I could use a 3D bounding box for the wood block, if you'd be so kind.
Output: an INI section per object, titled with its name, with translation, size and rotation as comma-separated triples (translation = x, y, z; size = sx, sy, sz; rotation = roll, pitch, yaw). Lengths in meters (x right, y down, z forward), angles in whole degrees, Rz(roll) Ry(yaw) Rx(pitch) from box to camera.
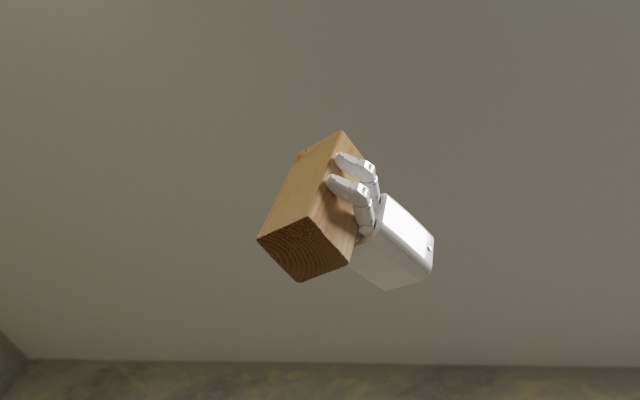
[wood block]
translation = 0.000, 0.003, 0.674
size = 0.091, 0.090, 0.206
rotation = -26, 26, 31
